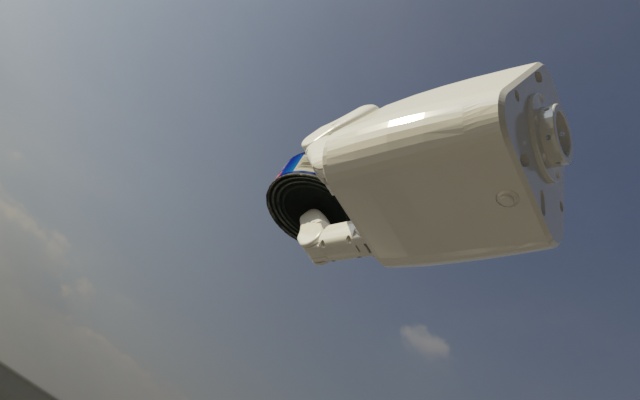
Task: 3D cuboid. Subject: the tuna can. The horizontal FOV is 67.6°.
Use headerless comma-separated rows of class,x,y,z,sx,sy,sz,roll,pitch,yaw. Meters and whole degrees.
tuna can,0.000,0.001,0.400,0.086,0.086,0.033,0,42,29
